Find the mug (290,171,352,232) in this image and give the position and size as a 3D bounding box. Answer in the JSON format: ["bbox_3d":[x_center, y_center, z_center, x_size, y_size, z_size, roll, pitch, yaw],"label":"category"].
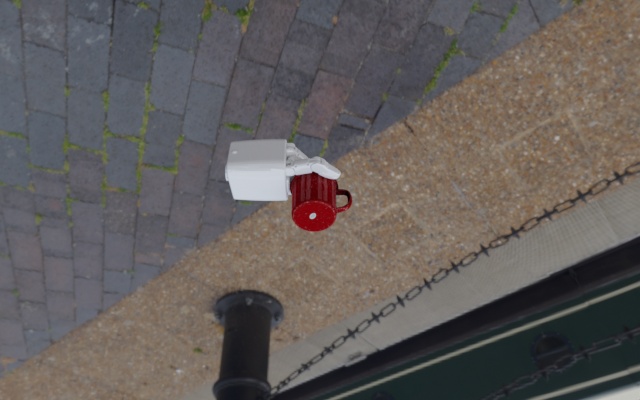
[{"bbox_3d":[0.002,0.003,0.881,0.117,0.093,0.081,-1,43,0],"label":"mug"}]
